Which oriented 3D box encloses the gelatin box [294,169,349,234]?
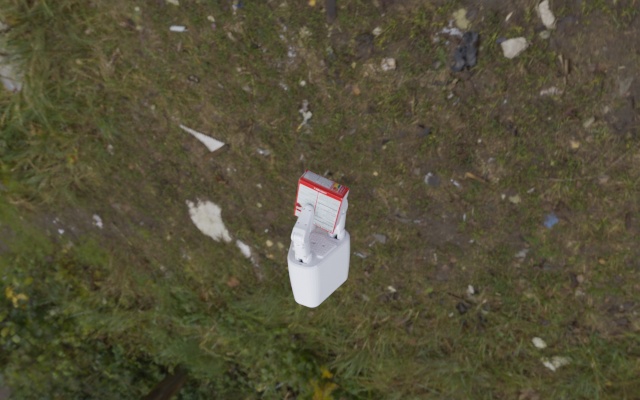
[{"bbox_3d":[0.000,0.003,0.747,0.073,0.089,0.030,25,50,11],"label":"gelatin box"}]
